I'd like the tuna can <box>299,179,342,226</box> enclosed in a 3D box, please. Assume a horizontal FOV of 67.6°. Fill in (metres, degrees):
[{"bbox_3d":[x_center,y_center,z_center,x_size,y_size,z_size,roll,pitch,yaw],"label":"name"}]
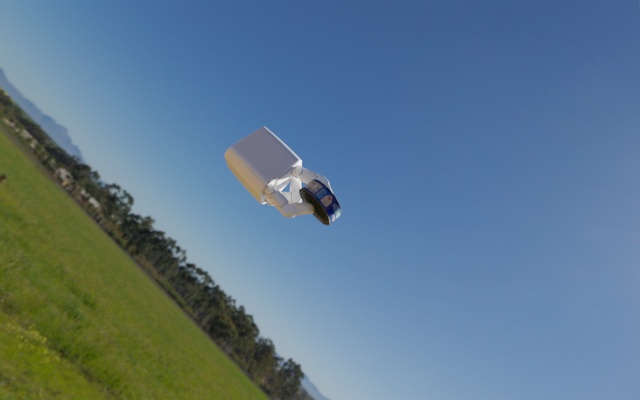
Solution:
[{"bbox_3d":[0.001,0.003,0.886,0.033,0.086,0.086,-39,13,-16],"label":"tuna can"}]
